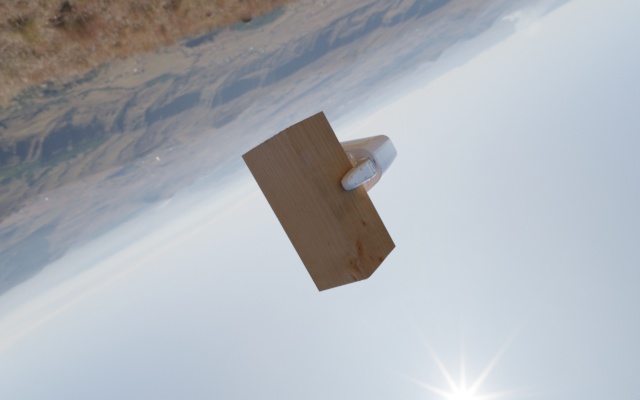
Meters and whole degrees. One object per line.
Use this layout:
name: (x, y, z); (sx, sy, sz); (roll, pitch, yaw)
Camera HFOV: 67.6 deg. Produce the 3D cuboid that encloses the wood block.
wood block: (0.001, 0.002, 0.625); (0.091, 0.206, 0.090); (-24, 8, 40)
